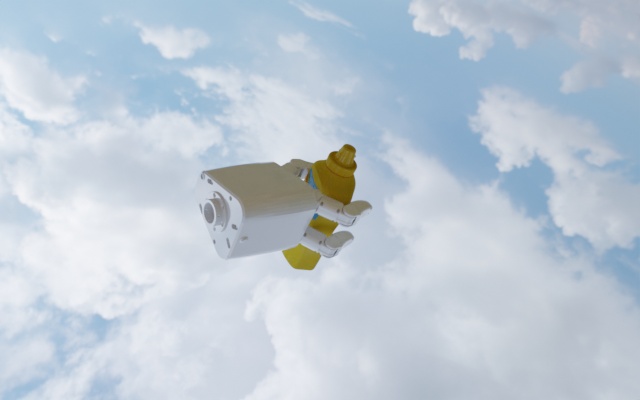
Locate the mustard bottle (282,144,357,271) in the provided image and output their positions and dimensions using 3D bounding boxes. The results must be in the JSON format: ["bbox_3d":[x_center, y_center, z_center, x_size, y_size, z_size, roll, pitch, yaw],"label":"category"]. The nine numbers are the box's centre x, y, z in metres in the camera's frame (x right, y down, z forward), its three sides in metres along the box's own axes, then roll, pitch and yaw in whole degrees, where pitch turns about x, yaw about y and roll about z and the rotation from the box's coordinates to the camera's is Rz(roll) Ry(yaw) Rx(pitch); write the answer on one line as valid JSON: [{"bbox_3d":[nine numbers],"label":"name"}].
[{"bbox_3d":[0.000,0.002,0.662,0.058,0.192,0.096,10,38,-24],"label":"mustard bottle"}]
